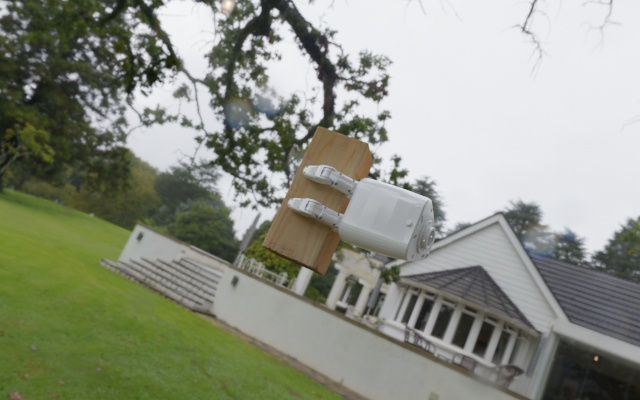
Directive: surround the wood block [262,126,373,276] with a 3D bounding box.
[{"bbox_3d":[0.001,0.003,0.757,0.090,0.206,0.091,21,-12,16],"label":"wood block"}]
